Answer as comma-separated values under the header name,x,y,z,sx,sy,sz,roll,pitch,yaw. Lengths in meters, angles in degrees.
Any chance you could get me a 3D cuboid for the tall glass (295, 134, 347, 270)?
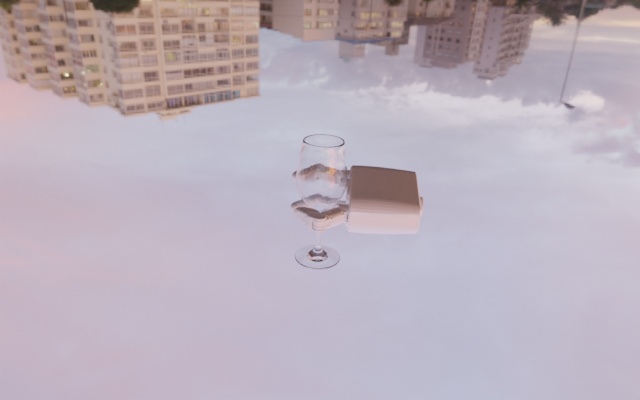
name,x,y,z,sx,sy,sz,roll,pitch,yaw
tall glass,0.000,0.003,0.739,0.079,0.201,0.079,2,25,-1
